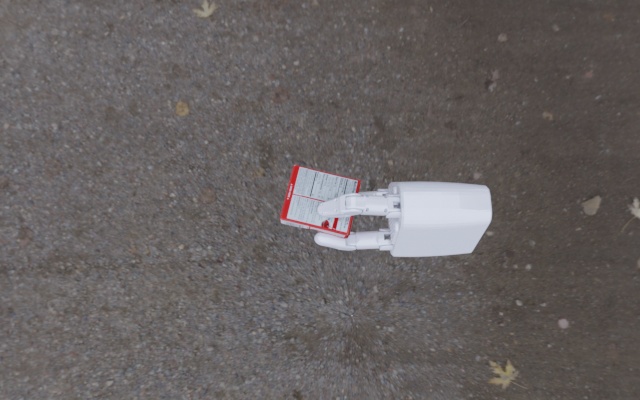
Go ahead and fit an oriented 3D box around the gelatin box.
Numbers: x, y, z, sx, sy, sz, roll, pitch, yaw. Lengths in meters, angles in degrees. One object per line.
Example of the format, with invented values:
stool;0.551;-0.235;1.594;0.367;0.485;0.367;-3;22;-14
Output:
gelatin box;0.000;0.002;0.602;0.089;0.073;0.030;13;-14;-1
